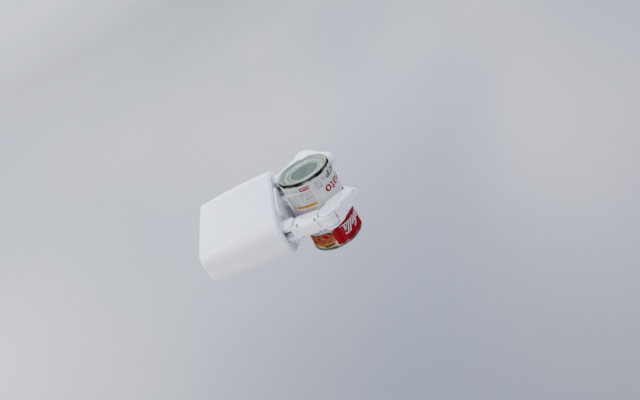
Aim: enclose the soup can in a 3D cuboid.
[{"bbox_3d":[0.000,0.002,0.589,0.068,0.102,0.068,-23,28,13],"label":"soup can"}]
